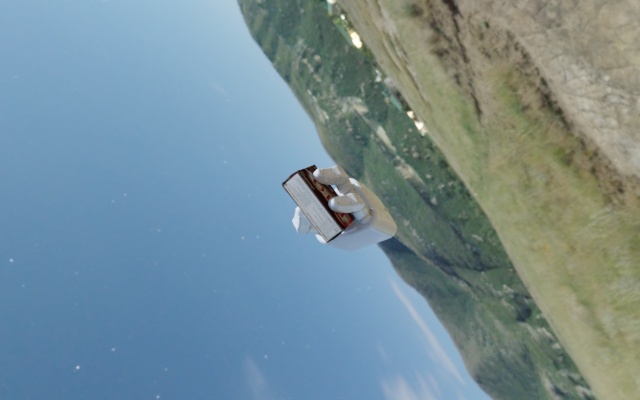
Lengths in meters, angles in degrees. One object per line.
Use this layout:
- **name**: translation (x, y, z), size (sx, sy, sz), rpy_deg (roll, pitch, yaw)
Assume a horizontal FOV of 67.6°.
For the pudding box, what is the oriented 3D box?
- **pudding box**: translation (0.000, 0.002, 0.727), size (0.039, 0.113, 0.090), rpy_deg (-40, -2, 17)
